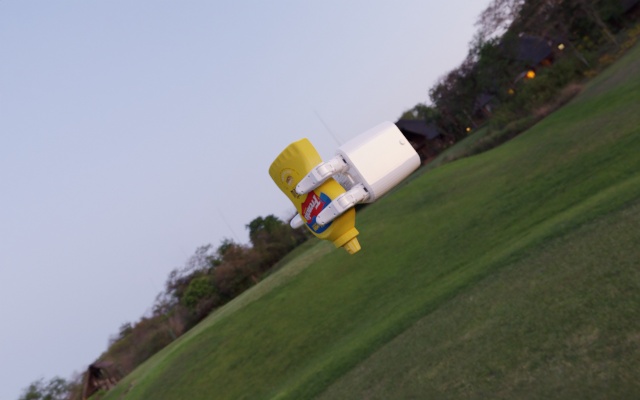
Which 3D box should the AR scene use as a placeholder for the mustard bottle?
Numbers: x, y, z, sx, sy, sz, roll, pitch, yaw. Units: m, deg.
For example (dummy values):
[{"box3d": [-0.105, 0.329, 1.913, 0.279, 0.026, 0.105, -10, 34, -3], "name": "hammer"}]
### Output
[{"box3d": [0.000, 0.002, 0.750, 0.058, 0.191, 0.096, -30, -9, -45], "name": "mustard bottle"}]
